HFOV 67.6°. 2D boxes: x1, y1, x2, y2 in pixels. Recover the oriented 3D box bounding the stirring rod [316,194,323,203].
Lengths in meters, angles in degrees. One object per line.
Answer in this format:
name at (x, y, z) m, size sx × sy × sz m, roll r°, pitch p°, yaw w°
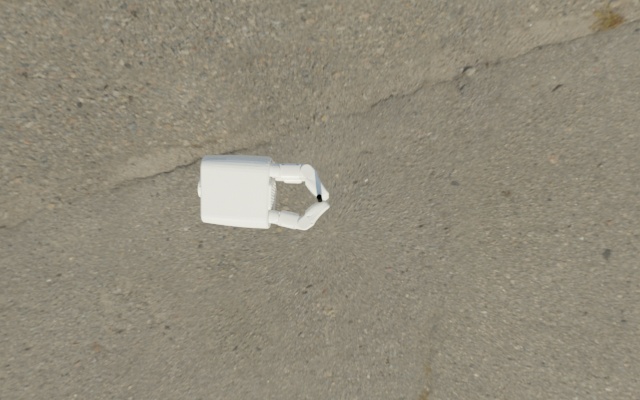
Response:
stirring rod at (0.000, 0.003, 0.799) m, size 0.011 × 0.011 × 0.239 m, roll 0°, pitch -4°, yaw 1°
